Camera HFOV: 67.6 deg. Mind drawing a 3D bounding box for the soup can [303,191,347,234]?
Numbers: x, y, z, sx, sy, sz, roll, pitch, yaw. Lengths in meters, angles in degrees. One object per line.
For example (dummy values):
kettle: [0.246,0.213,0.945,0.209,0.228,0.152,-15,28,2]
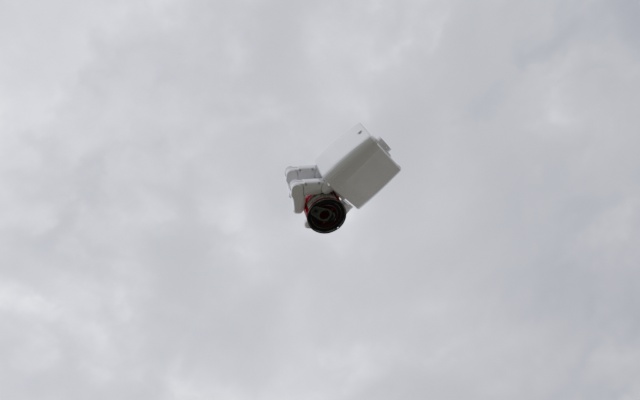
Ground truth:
soup can: [0.000,0.003,0.836,0.068,0.068,0.102,0,29,-14]
